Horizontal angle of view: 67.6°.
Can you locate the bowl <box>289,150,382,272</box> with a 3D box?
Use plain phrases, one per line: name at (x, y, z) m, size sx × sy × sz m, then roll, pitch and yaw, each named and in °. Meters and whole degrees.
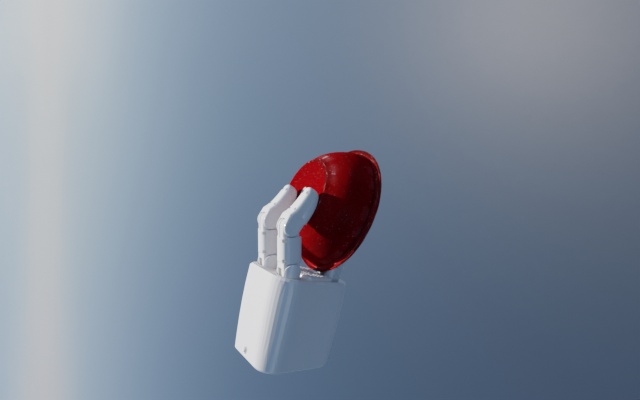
bowl at (0.000, 0.001, 0.584) m, size 0.055 × 0.162 × 0.162 m, roll 25°, pitch -13°, yaw -30°
